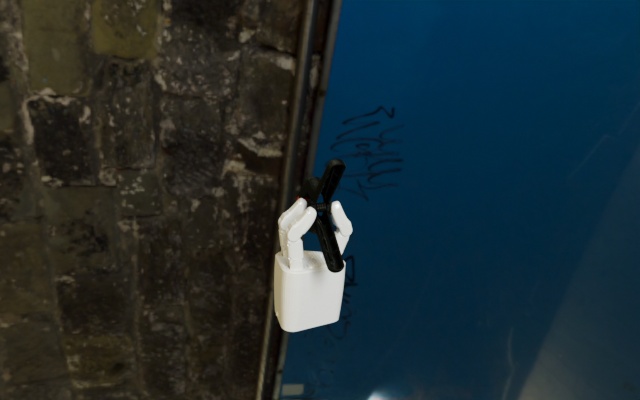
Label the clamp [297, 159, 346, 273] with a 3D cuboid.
[{"bbox_3d":[0.001,0.003,0.763,0.036,0.164,0.210,-1,15,-16],"label":"clamp"}]
